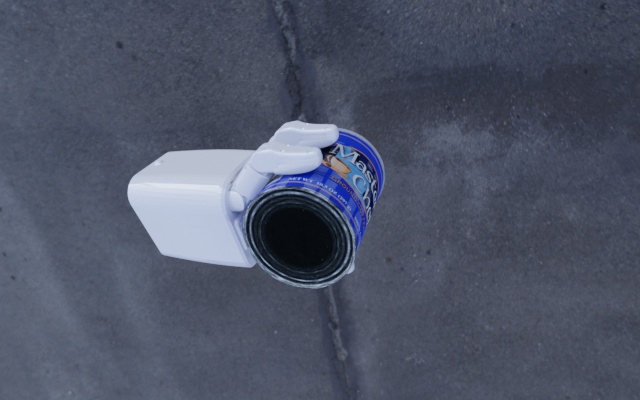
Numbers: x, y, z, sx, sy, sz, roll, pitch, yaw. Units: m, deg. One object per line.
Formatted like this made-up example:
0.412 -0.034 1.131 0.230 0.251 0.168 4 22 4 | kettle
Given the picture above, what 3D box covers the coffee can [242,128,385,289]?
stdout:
0.000 0.002 0.463 0.103 0.103 0.140 0 28 19 | coffee can
